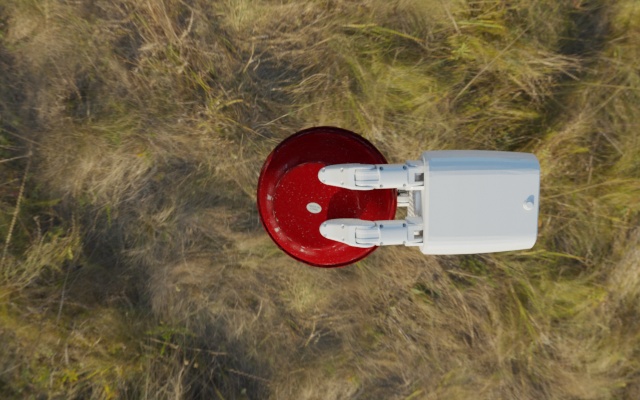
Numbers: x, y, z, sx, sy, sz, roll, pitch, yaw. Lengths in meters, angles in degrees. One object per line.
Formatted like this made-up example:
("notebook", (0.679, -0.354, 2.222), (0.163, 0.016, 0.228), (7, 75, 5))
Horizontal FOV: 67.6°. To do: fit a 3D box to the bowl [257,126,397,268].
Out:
("bowl", (-0.001, 0.002, 0.512), (0.162, 0.162, 0.055), (0, 9, 12))
